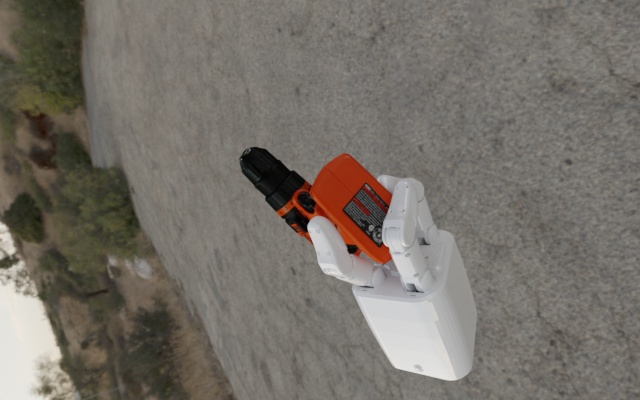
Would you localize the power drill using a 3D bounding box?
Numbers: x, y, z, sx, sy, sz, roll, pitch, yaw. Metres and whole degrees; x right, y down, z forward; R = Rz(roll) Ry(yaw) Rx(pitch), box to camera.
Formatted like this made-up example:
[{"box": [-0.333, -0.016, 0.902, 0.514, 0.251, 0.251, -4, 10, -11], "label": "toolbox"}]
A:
[{"box": [0.000, 0.002, 0.502, 0.184, 0.057, 0.187, 42, -14, -12], "label": "power drill"}]
